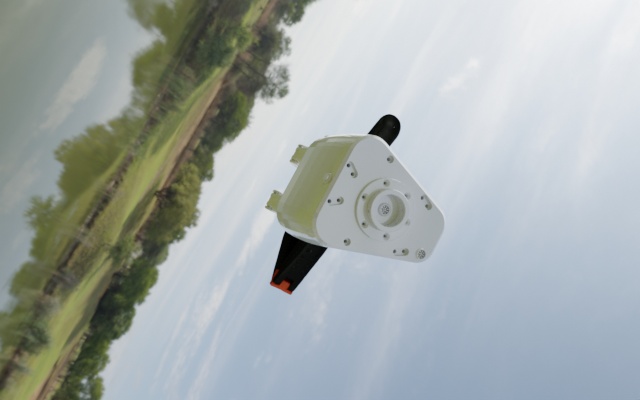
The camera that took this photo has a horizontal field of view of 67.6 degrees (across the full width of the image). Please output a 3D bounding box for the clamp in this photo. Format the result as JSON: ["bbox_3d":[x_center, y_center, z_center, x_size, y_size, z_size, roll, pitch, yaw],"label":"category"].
[{"bbox_3d":[0.001,0.003,0.536,0.036,0.210,0.164,30,-6,-19],"label":"clamp"}]
